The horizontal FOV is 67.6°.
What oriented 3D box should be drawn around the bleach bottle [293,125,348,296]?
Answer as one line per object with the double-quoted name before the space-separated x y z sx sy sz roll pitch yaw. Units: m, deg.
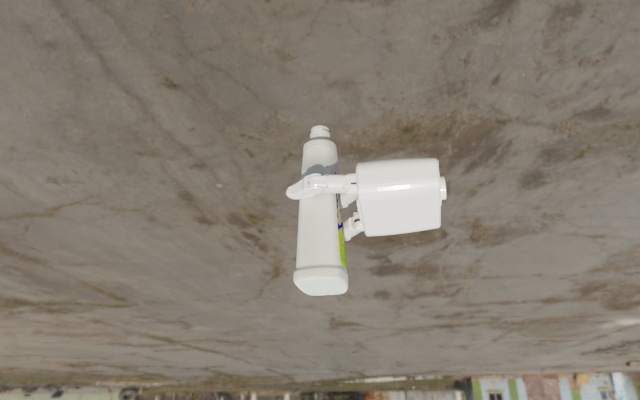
"bleach bottle" 0.000 0.002 0.684 0.068 0.250 0.103 -5 -24 8
